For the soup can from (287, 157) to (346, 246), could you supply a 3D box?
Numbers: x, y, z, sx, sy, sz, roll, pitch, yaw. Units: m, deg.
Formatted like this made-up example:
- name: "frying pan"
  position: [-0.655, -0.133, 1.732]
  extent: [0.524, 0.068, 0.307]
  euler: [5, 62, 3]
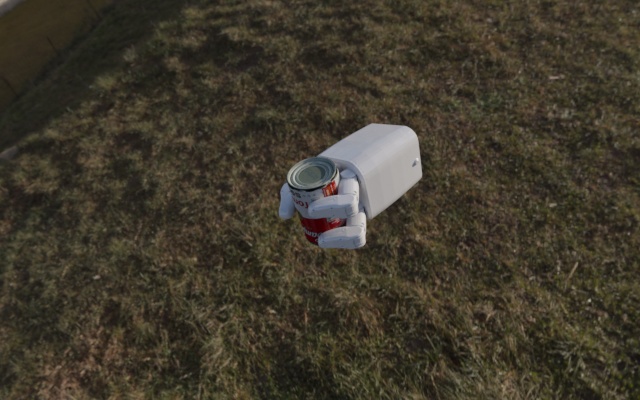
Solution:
- name: "soup can"
  position: [0.000, 0.002, 0.630]
  extent: [0.068, 0.102, 0.068]
  euler: [-10, 40, 8]
